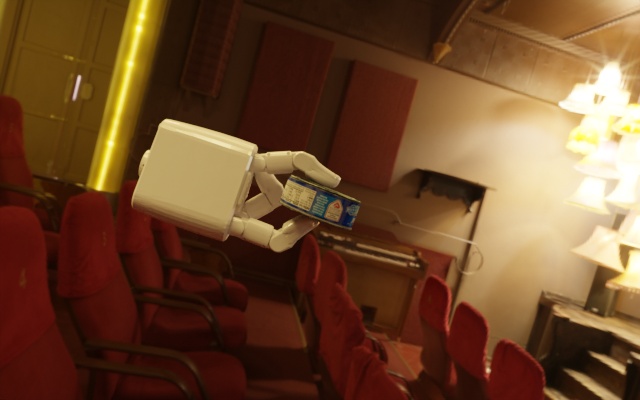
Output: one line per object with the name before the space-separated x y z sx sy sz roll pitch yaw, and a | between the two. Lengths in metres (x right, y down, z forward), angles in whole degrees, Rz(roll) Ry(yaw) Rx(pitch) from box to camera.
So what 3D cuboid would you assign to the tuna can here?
tuna can | 0.000 0.001 0.526 0.086 0.034 0.086 21 3 -1
